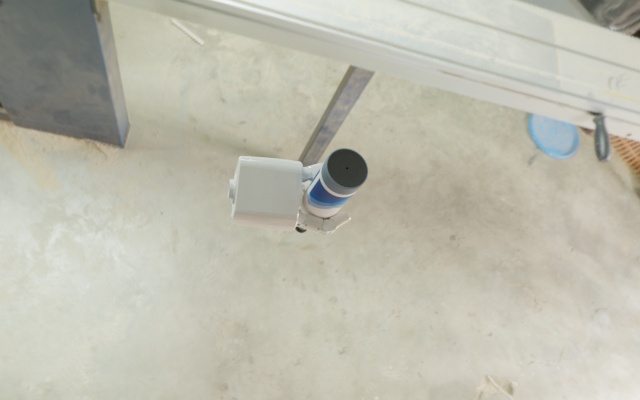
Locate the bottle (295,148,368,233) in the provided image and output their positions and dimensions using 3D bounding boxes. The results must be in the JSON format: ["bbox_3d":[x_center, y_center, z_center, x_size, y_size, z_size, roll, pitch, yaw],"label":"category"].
[{"bbox_3d":[0.000,0.003,0.833,0.069,0.069,0.296,0,-20,-17],"label":"bottle"}]
